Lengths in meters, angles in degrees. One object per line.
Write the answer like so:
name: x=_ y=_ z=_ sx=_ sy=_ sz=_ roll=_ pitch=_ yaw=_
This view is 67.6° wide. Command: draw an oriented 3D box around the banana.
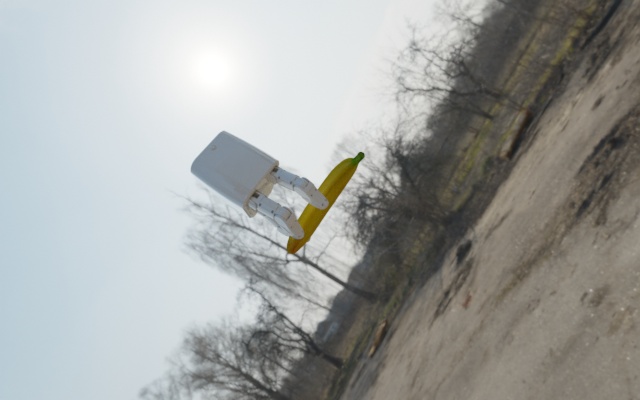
banana: x=0.003 y=0.001 z=0.781 sx=0.037 sy=0.198 sz=0.069 roll=34 pitch=-3 yaw=4
